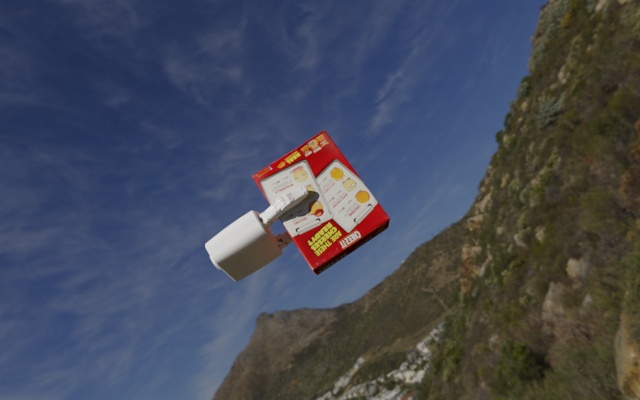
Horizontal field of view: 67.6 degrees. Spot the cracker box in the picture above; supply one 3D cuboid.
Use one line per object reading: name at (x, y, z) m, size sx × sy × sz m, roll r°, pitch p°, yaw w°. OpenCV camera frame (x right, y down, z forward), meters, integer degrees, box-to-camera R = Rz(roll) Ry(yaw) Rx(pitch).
cracker box at (0.000, 0.003, 0.881) m, size 0.164 × 0.213 × 0.072 m, roll -33°, pitch -18°, yaw -5°
